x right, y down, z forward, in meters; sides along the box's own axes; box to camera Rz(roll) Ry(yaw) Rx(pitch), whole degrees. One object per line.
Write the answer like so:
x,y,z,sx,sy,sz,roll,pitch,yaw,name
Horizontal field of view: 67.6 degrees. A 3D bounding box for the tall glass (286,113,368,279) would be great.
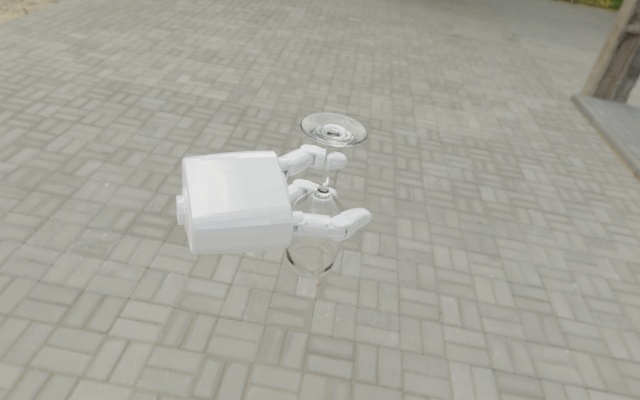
0.000,0.001,0.572,0.079,0.201,0.079,7,36,-5,tall glass
